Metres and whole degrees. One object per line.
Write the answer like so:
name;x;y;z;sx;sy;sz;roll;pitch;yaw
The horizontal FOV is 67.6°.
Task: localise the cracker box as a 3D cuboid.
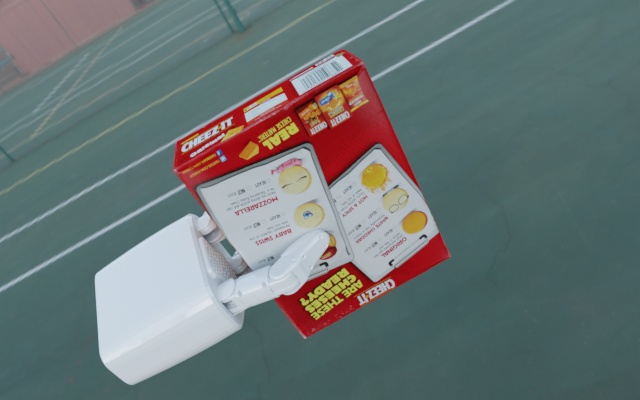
cracker box;0.000;0.001;0.428;0.164;0.214;0.072;-30;32;3
